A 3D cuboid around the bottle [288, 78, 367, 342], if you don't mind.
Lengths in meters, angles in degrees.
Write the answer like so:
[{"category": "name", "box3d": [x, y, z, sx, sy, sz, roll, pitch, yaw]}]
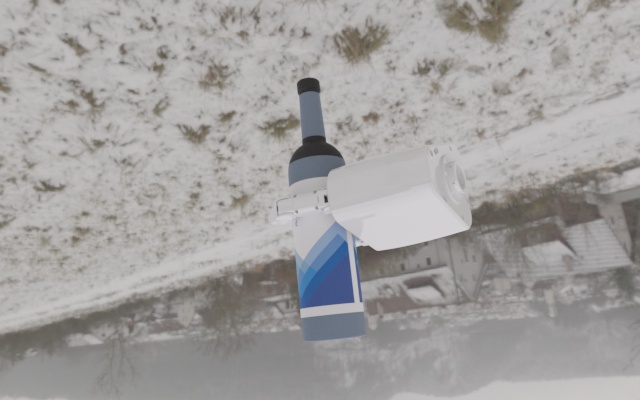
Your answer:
[{"category": "bottle", "box3d": [0.000, 0.002, 0.532, 0.069, 0.295, 0.069, -6, -14, -1]}]
